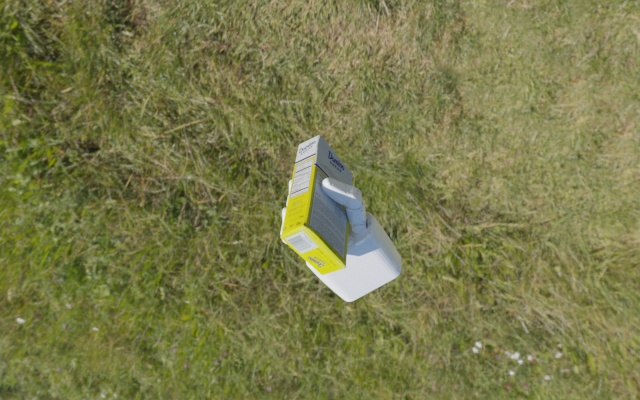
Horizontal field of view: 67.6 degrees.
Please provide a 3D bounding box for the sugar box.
[{"bbox_3d":[0.000,0.002,0.652,0.048,0.176,0.093,-23,-52,26],"label":"sugar box"}]
